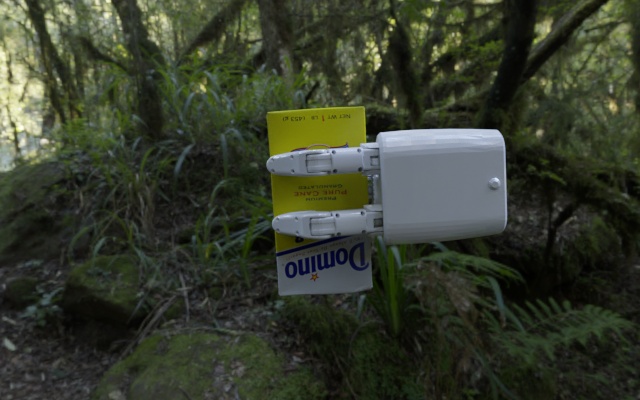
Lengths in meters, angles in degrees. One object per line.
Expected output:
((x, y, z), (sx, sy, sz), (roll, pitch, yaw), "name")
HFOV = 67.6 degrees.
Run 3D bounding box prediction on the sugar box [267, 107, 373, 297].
((0.000, 0.001, 0.463), (0.093, 0.176, 0.048), (-4, 5, 0), "sugar box")
